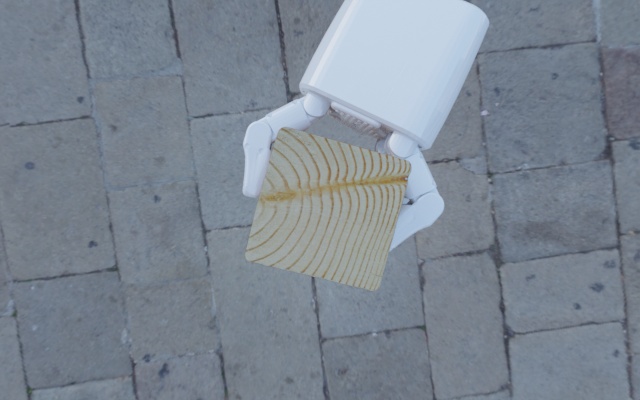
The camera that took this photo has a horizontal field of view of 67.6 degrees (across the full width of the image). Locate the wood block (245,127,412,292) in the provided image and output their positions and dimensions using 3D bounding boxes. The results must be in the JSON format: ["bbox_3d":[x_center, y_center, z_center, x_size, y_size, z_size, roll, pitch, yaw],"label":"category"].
[{"bbox_3d":[0.000,0.001,0.404,0.091,0.090,0.206,15,2,-3],"label":"wood block"}]
